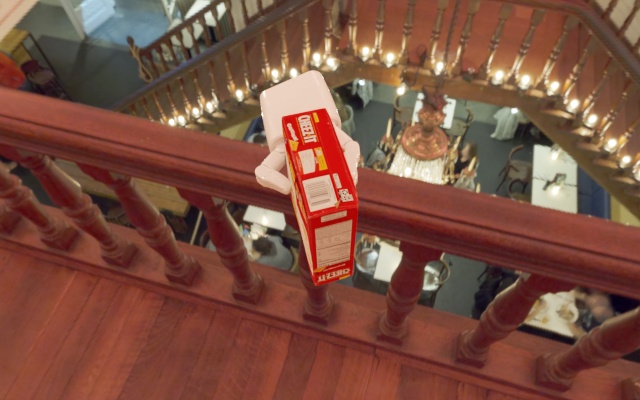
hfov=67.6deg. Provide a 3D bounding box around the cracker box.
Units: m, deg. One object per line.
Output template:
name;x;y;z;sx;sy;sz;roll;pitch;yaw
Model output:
cracker box;0.000;0.002;0.685;0.072;0.164;0.214;-13;-31;-6
